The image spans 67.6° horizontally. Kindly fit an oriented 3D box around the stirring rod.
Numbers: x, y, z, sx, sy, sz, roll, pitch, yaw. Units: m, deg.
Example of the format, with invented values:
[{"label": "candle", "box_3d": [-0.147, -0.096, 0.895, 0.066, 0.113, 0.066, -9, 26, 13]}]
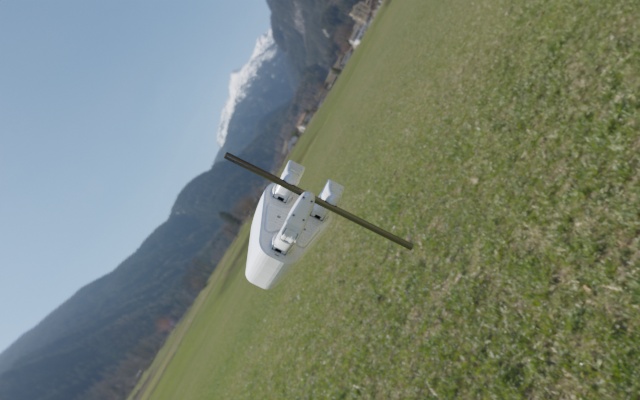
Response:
[{"label": "stirring rod", "box_3d": [0.000, 0.002, 0.551, 0.239, 0.011, 0.011, 26, -3, -5]}]
